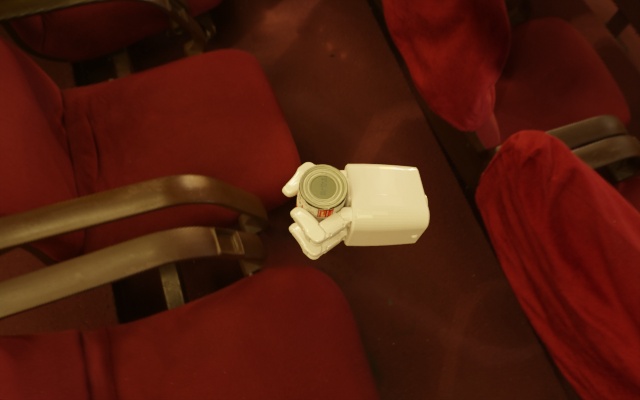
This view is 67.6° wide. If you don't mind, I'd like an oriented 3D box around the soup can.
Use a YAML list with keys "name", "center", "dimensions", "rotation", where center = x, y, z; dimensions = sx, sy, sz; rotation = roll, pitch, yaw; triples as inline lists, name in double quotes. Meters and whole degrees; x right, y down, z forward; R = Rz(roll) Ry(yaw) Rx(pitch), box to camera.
- name: "soup can"
  center: [0.000, 0.002, 0.674]
  dimensions: [0.068, 0.068, 0.102]
  rotation: [0, -25, -6]
